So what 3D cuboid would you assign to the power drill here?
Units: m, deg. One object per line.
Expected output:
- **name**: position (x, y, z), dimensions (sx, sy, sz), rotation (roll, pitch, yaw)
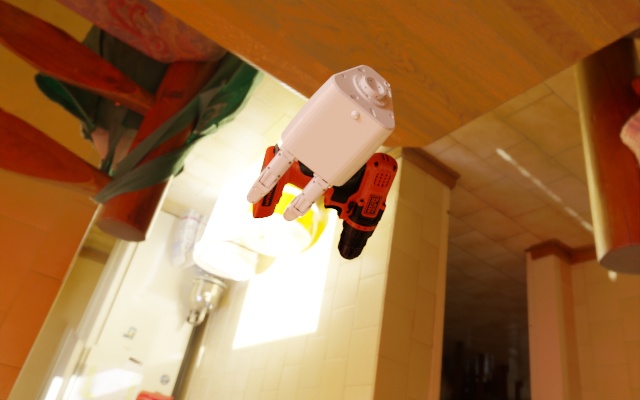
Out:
- **power drill**: position (0.000, 0.002, 0.685), dimensions (0.187, 0.184, 0.057), rotation (9, 32, -14)
